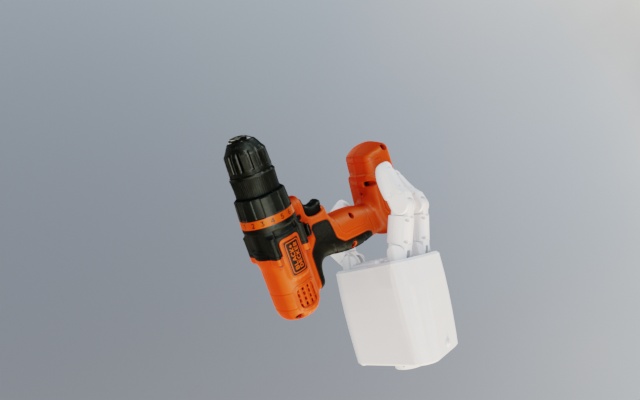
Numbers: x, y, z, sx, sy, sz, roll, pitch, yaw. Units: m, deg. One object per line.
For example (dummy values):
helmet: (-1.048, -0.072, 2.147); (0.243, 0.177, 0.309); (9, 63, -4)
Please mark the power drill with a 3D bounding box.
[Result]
power drill: (0.001, 0.002, 0.493); (0.187, 0.184, 0.057); (-28, 19, -36)
